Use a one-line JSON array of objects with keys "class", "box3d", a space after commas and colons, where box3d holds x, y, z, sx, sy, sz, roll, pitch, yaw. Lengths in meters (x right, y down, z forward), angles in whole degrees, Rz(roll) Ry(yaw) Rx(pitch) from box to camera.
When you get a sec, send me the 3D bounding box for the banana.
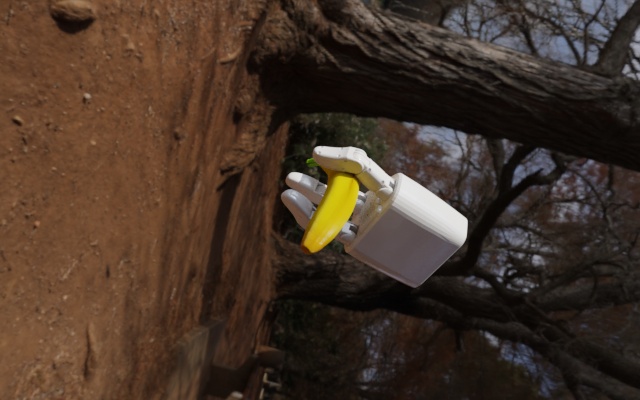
[{"class": "banana", "box3d": [0.015, -0.010, 0.554, 0.069, 0.037, 0.197, -35, 24, 20]}]
